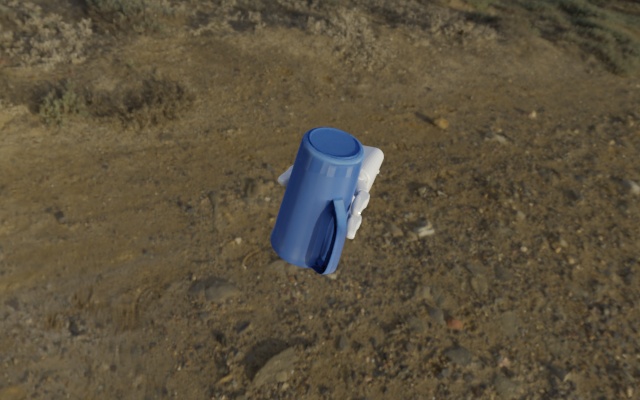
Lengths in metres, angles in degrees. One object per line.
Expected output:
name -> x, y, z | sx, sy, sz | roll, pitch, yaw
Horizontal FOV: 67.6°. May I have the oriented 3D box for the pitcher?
pitcher -> 0.000, 0.003, 0.850 | 0.149, 0.243, 0.145 | 25, 38, 10
